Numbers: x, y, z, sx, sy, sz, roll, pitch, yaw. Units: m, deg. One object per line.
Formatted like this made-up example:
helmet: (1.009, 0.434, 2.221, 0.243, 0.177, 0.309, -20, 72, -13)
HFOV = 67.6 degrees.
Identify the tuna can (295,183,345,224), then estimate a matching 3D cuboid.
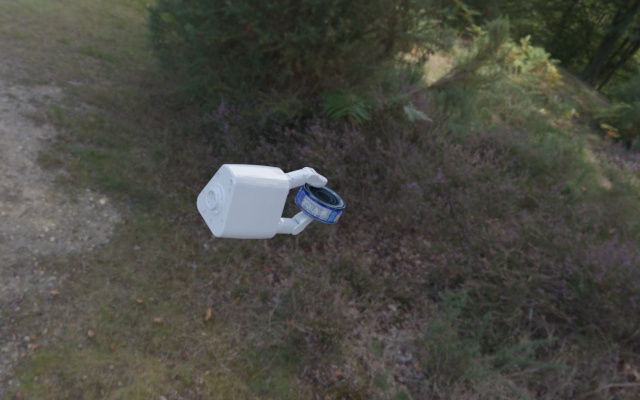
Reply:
tuna can: (0.000, 0.002, 0.836, 0.086, 0.034, 0.086, 26, 21, -11)
